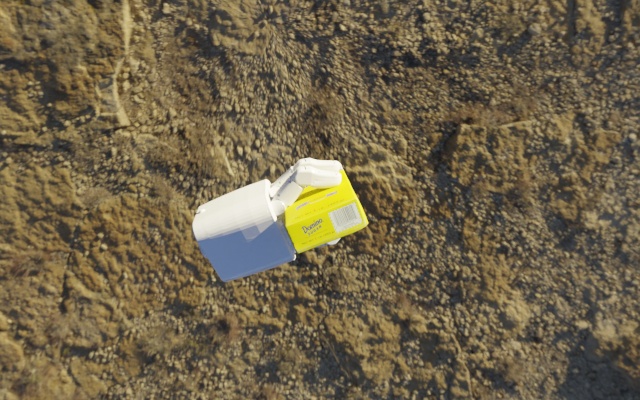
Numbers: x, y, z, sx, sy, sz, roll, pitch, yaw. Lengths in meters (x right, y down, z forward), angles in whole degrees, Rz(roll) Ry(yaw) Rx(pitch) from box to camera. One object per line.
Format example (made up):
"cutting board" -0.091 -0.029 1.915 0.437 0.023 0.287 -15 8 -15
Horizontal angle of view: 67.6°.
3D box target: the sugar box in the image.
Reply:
"sugar box" 0.000 0.002 0.638 0.093 0.048 0.176 -21 21 2
